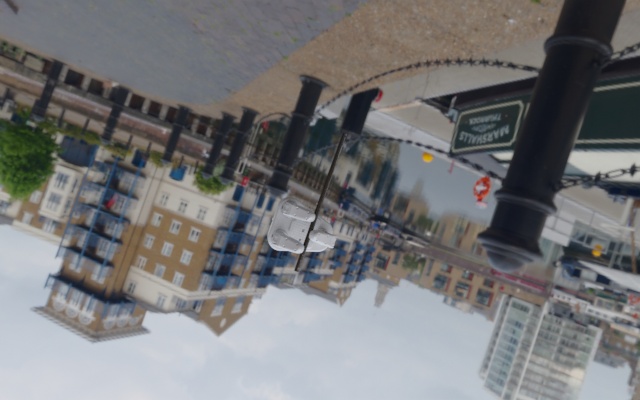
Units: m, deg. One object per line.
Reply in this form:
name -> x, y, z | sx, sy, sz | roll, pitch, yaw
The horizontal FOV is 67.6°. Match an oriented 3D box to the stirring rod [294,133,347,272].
stirring rod -> 0.000, 0.002, 0.787 | 0.011, 0.239, 0.011 | 19, -2, 1
